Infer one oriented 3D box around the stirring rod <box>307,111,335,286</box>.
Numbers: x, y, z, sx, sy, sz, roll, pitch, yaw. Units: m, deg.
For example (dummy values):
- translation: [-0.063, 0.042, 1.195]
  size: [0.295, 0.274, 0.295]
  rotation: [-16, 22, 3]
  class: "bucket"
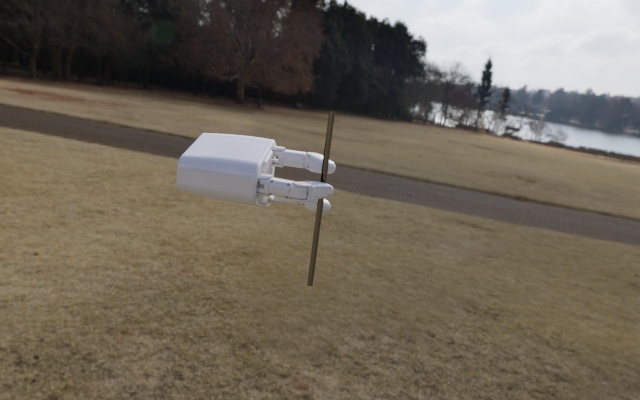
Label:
- translation: [0.000, 0.002, 0.636]
  size: [0.011, 0.239, 0.011]
  rotation: [7, 14, -2]
  class: "stirring rod"
